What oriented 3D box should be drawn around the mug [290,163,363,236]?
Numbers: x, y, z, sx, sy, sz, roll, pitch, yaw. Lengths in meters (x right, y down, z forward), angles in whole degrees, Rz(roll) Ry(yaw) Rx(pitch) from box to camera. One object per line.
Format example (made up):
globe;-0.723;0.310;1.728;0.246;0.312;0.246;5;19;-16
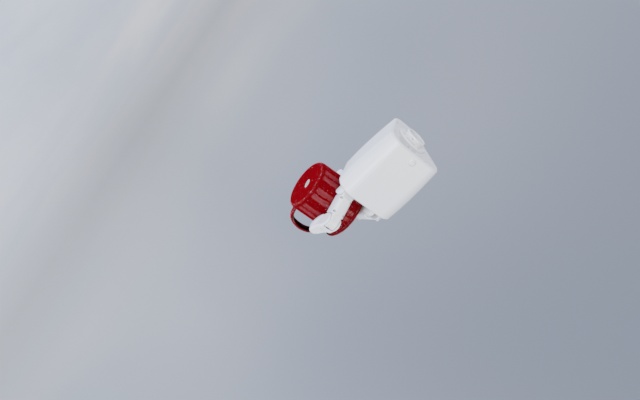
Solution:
mug;-0.001;0.003;0.743;0.081;0.117;0.093;35;27;-22
